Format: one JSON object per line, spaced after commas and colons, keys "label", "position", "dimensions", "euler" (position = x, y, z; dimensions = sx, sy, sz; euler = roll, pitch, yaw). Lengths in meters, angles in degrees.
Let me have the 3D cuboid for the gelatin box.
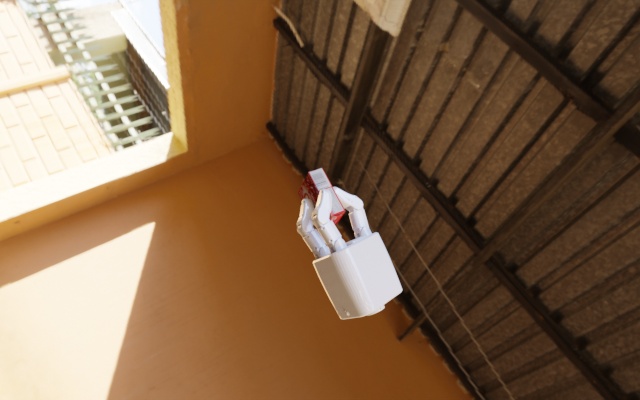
{"label": "gelatin box", "position": [0.000, 0.002, 0.798], "dimensions": [0.030, 0.089, 0.073], "euler": [-19, -20, -25]}
